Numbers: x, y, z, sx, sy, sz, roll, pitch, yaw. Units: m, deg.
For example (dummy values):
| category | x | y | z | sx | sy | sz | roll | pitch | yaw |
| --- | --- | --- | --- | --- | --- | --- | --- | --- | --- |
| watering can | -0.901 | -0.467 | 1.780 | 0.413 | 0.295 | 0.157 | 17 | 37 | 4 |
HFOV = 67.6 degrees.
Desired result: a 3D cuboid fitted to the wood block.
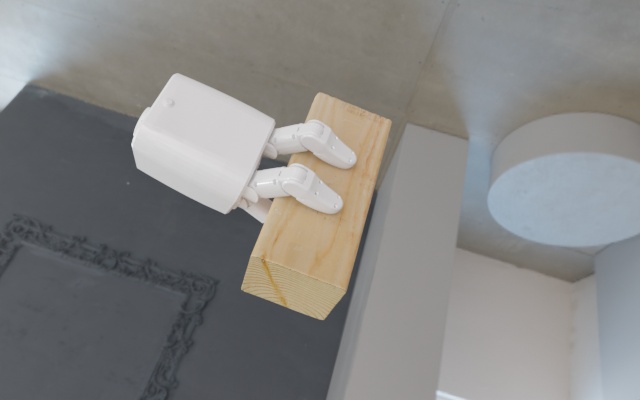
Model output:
| category | x | y | z | sx | sy | sz | roll | pitch | yaw |
| --- | --- | --- | --- | --- | --- | --- | --- | --- | --- |
| wood block | 0.000 | 0.002 | 0.494 | 0.090 | 0.206 | 0.091 | 21 | -33 | -3 |
